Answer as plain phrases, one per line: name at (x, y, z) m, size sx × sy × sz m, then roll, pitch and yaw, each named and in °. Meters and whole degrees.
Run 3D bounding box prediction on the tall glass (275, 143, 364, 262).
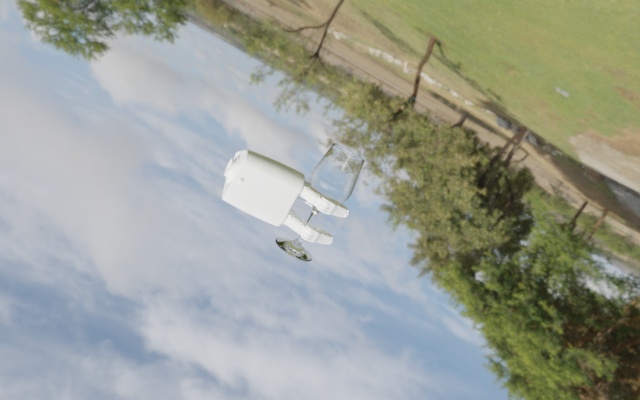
tall glass at (0.000, 0.003, 0.827) m, size 0.079 × 0.201 × 0.079 m, roll 28°, pitch 12°, yaw -7°
